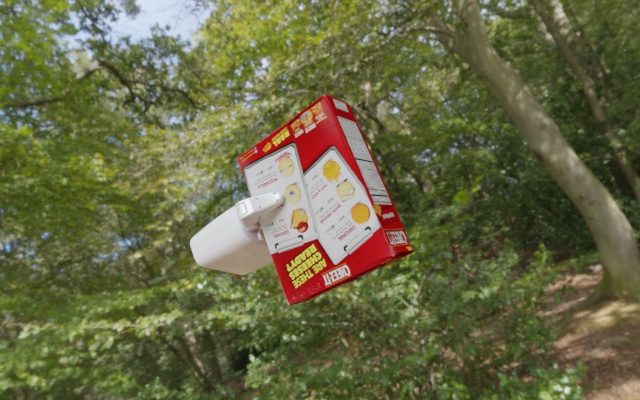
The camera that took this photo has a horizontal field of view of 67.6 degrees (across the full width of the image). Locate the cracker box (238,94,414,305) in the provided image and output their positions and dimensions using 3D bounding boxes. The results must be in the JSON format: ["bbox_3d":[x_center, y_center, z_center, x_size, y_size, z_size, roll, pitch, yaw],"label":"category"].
[{"bbox_3d":[0.000,0.002,0.611,0.164,0.213,0.072,-31,-17,30],"label":"cracker box"}]
